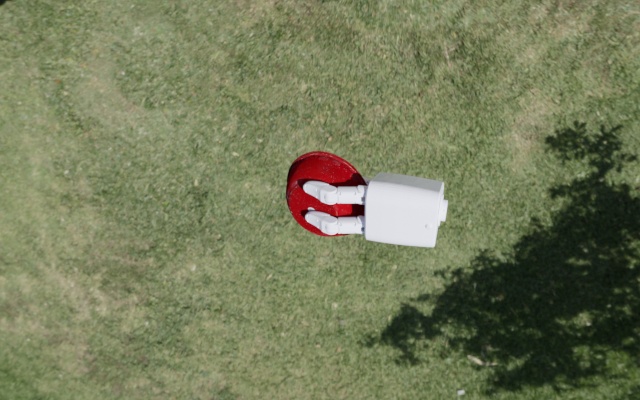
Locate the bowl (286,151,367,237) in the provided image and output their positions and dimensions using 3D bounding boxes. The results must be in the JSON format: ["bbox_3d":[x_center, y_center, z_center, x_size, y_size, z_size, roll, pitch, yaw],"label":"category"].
[{"bbox_3d":[-0.001,0.003,0.790,0.162,0.162,0.055,0,28,33],"label":"bowl"}]
